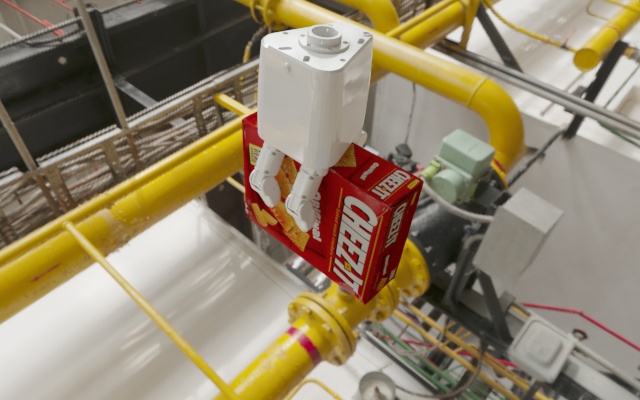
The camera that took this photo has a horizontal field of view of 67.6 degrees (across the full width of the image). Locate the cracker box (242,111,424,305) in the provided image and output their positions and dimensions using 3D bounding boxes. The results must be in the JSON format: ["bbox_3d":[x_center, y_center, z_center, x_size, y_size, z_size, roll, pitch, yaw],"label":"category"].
[{"bbox_3d":[0.000,0.002,0.575,0.213,0.164,0.072,33,49,26],"label":"cracker box"}]
